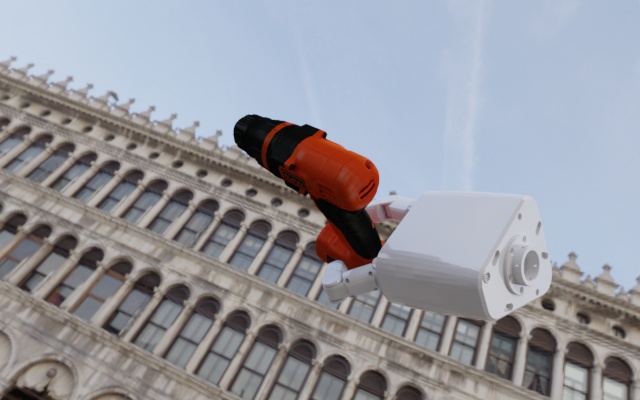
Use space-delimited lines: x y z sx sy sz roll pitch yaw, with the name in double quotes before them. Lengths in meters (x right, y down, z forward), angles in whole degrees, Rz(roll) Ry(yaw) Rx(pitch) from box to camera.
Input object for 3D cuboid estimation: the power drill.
"power drill" 0.000 0.002 0.485 0.184 0.057 0.188 31 -20 42
